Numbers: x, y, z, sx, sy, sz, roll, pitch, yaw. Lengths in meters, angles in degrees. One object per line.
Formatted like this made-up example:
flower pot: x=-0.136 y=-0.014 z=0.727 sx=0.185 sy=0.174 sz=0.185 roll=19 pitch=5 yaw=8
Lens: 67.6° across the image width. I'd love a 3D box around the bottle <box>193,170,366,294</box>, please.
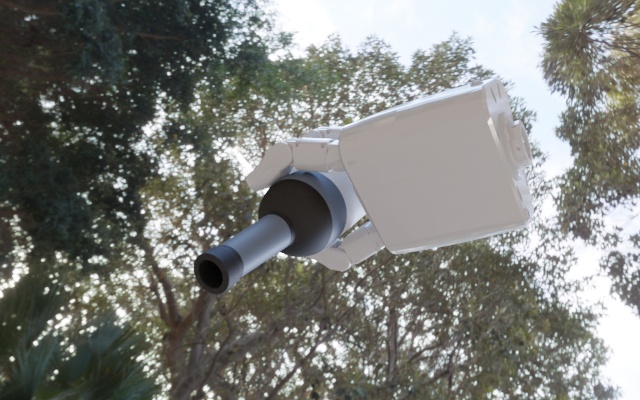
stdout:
bottle: x=0.000 y=0.001 z=0.413 sx=0.069 sy=0.069 sz=0.295 roll=0 pitch=17 yaw=29
